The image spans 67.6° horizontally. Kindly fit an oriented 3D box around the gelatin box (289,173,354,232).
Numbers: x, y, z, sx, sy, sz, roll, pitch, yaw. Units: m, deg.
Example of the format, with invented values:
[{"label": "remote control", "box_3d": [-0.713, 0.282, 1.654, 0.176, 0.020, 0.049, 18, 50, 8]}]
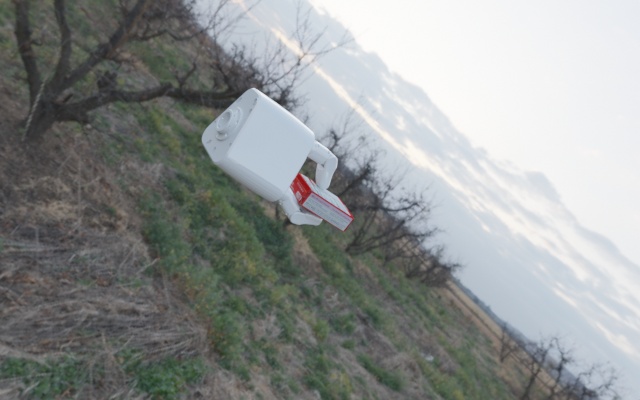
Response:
[{"label": "gelatin box", "box_3d": [0.001, 0.002, 0.717, 0.089, 0.030, 0.073, 32, 12, -27]}]
